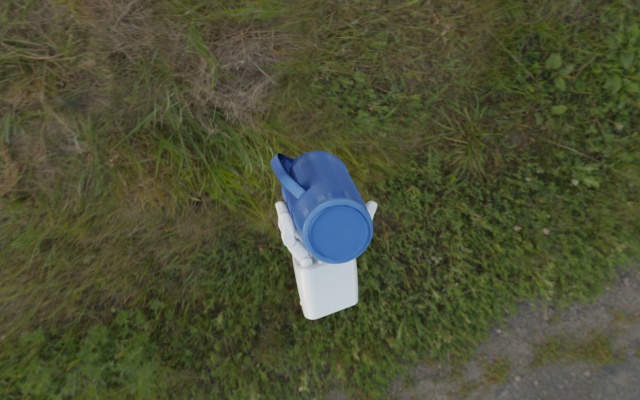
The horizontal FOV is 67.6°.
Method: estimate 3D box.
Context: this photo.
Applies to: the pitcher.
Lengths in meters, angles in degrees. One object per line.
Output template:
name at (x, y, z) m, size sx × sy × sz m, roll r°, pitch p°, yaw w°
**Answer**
pitcher at (0.000, 0.003, 0.808) m, size 0.149 × 0.145 × 0.242 m, roll -7°, pitch 21°, yaw -7°
